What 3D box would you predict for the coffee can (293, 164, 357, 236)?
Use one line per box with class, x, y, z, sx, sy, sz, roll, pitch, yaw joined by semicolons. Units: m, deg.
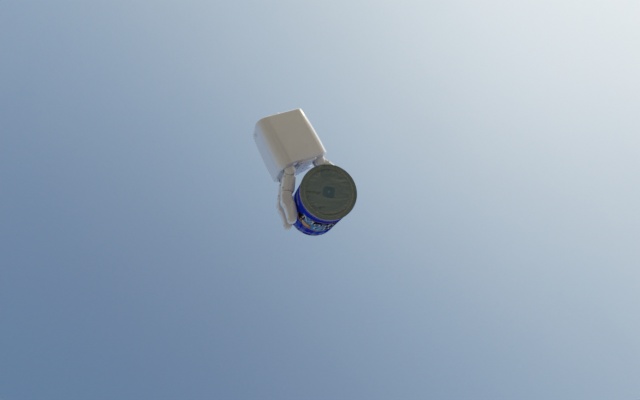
coffee can;0.000;0.003;0.894;0.103;0.102;0.140;0;-15;-13
